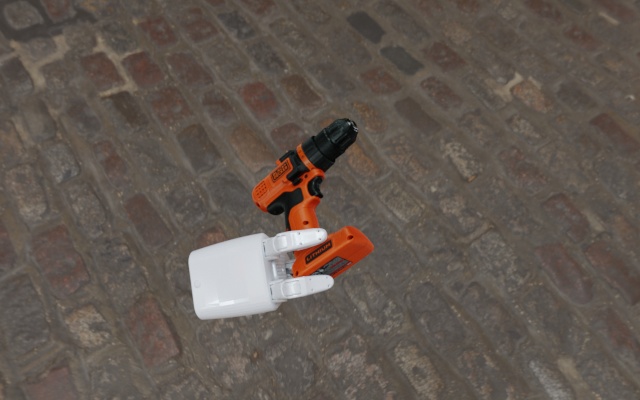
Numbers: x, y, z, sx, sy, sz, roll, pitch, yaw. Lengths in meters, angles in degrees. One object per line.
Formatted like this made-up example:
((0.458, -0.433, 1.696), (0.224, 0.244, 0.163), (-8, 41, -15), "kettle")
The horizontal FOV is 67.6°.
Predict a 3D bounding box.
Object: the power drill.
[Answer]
((0.000, 0.003, 0.629), (0.184, 0.187, 0.057), (-39, -40, 22), "power drill")
